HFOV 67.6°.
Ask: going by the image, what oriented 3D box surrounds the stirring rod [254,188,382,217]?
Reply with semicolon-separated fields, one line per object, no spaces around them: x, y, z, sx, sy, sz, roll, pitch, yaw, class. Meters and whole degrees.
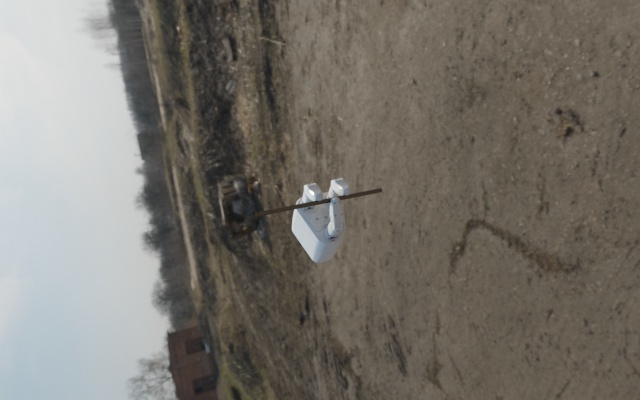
0.000;0.003;0.852;0.239;0.011;0.011;-11;3;-17;stirring rod
